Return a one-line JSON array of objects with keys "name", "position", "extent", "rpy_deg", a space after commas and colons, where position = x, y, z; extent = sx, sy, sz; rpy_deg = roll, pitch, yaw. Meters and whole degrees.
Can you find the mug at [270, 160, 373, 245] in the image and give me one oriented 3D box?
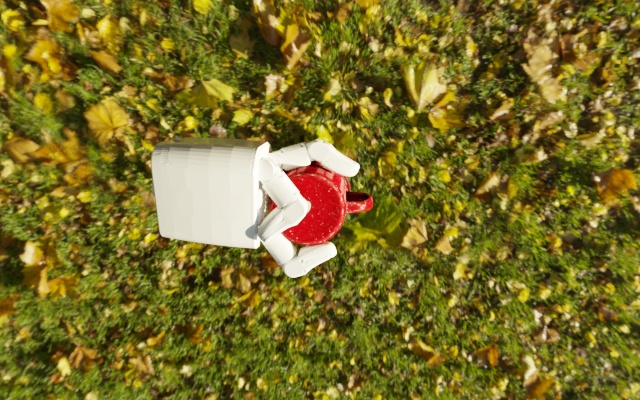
[{"name": "mug", "position": [0.002, 0.002, 0.538], "extent": [0.117, 0.093, 0.081], "rpy_deg": [4, 14, 2]}]
